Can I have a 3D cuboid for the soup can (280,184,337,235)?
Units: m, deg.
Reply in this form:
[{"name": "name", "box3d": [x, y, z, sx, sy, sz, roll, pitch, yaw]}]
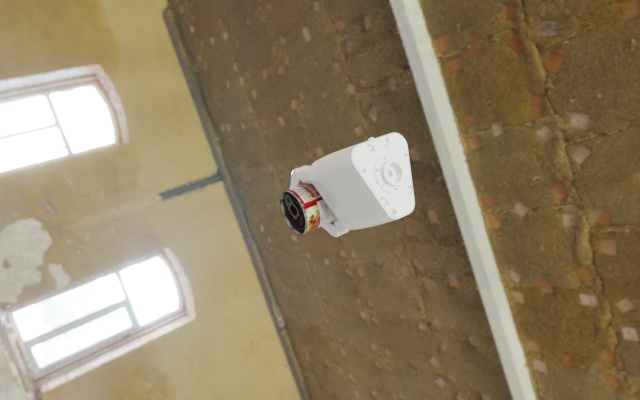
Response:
[{"name": "soup can", "box3d": [0.000, 0.002, 0.712, 0.102, 0.068, 0.068, -22, 11, -30]}]
